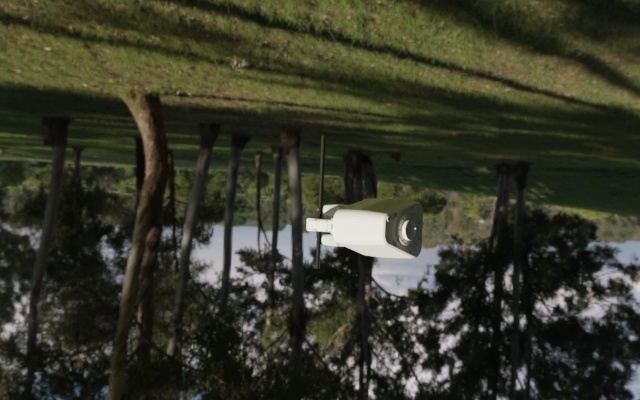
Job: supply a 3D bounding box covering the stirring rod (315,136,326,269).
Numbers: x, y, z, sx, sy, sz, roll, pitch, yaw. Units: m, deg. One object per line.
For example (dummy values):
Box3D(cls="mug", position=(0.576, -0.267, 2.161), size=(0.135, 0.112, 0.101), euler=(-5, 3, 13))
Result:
Box3D(cls="stirring rod", position=(0.000, 0.003, 0.865), size=(0.011, 0.239, 0.011), euler=(3, -2, 0))
